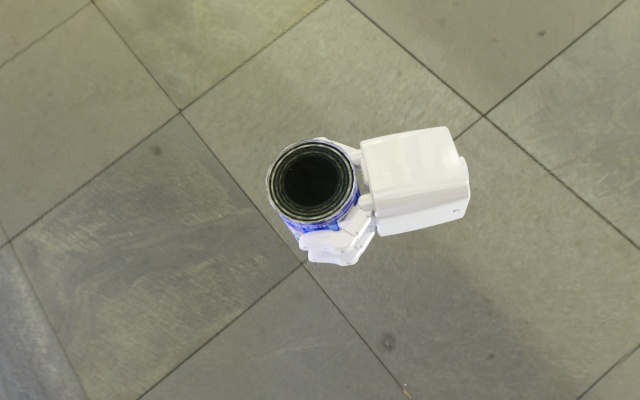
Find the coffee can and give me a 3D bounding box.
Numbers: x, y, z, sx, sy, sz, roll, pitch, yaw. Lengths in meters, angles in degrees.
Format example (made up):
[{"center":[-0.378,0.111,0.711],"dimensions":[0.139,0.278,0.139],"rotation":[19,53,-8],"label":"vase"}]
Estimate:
[{"center":[0.000,0.002,0.591],"dimensions":[0.103,0.102,0.140],"rotation":[0,-21,10],"label":"coffee can"}]
